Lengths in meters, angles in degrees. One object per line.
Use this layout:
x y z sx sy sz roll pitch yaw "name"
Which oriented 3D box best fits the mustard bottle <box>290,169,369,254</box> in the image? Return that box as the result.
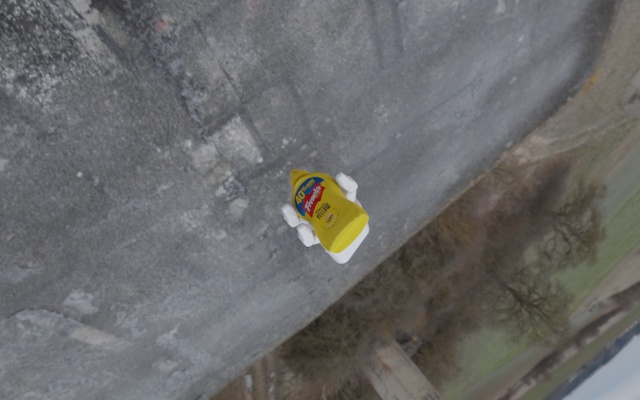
0.000 0.003 0.897 0.058 0.096 0.191 18 25 -52 "mustard bottle"
